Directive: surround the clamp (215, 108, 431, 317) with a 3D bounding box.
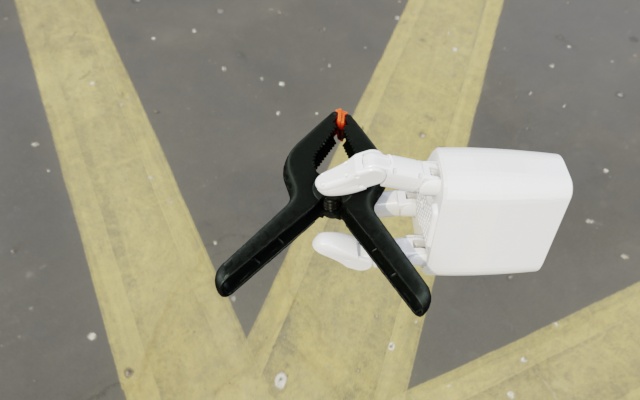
[{"bbox_3d":[0.000,0.000,0.415,0.164,0.209,0.036,0,-37,-1],"label":"clamp"}]
